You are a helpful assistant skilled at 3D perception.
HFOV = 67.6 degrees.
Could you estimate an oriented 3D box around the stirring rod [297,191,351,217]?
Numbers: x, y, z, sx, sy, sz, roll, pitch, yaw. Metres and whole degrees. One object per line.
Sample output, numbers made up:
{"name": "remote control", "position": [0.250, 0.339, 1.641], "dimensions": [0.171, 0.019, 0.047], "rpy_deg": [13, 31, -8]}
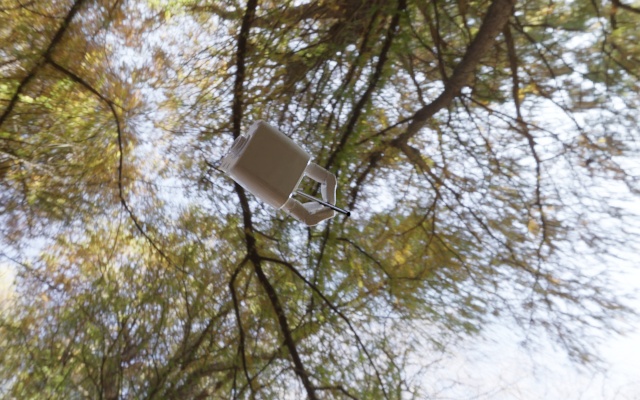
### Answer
{"name": "stirring rod", "position": [0.000, 0.003, 0.865], "dimensions": [0.011, 0.011, 0.239], "rpy_deg": [0, 9, -22]}
